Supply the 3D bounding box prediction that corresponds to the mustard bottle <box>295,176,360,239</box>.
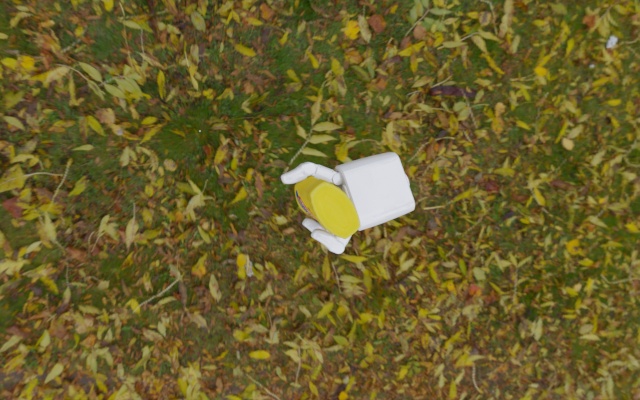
[{"bbox_3d":[0.000,0.003,0.796,0.058,0.096,0.191,-42,15,-5],"label":"mustard bottle"}]
